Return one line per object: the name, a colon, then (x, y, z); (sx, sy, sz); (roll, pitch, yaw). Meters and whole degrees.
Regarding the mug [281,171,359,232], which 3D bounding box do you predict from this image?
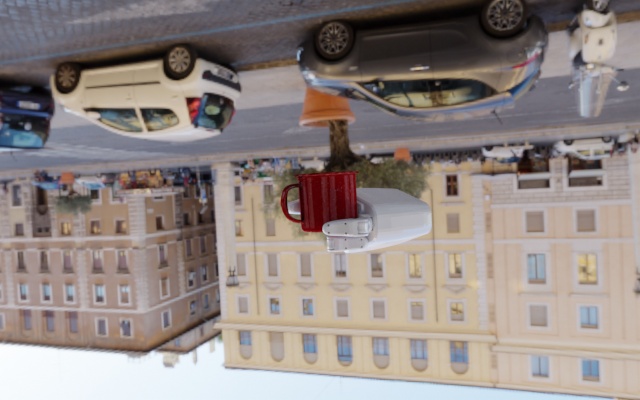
mug: (-0.001, 0.003, 0.676); (0.117, 0.081, 0.093); (-4, 2, -26)
